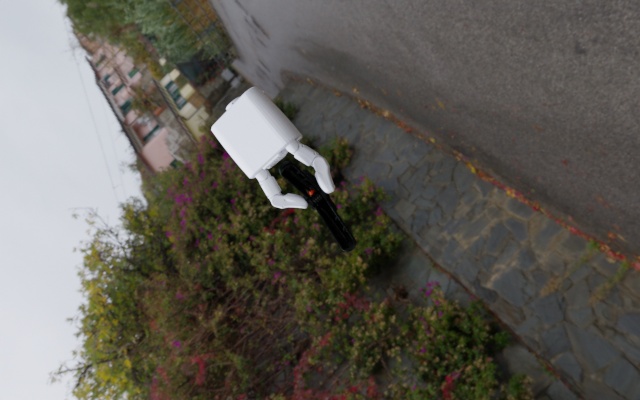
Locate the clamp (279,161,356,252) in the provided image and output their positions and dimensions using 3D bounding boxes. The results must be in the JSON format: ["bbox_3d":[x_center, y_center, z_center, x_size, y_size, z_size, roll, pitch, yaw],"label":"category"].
[{"bbox_3d":[-0.001,0.003,0.783,0.036,0.164,0.210,-37,2,5],"label":"clamp"}]
